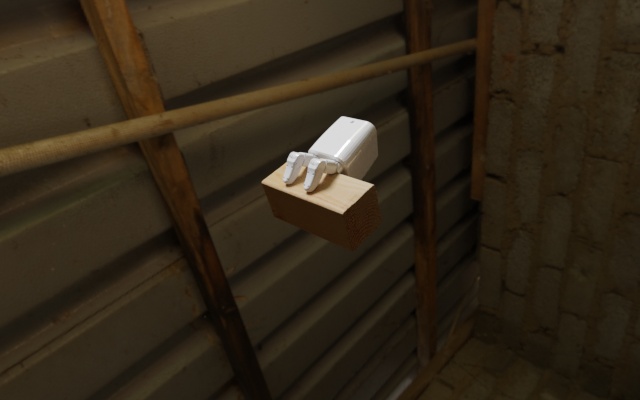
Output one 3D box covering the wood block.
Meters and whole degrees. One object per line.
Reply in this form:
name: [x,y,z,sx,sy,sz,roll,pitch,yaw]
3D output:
wood block: [0.000,0.003,0.884,0.206,0.091,0.090,21,50,40]
